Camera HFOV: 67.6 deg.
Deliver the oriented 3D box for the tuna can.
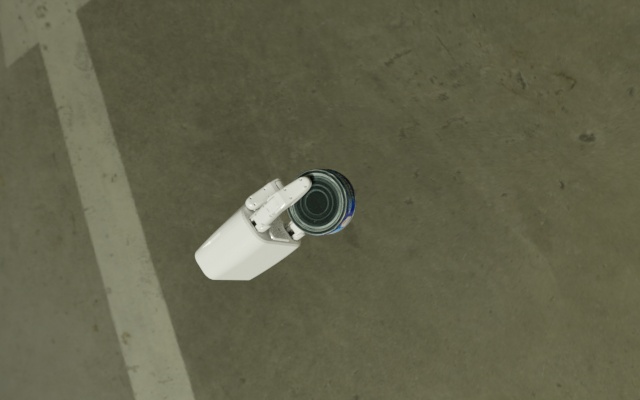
[{"bbox_3d":[0.000,0.002,0.609,0.086,0.086,0.034,0,2,22],"label":"tuna can"}]
